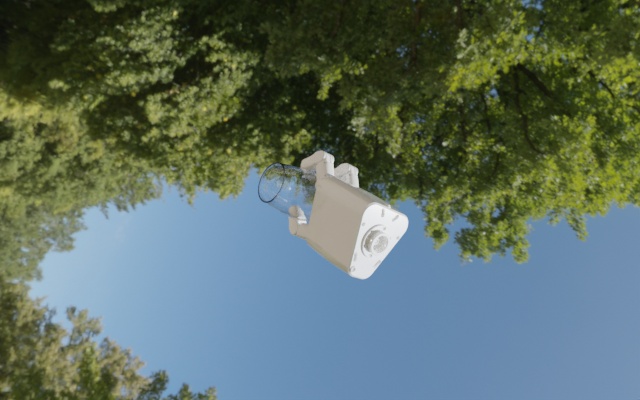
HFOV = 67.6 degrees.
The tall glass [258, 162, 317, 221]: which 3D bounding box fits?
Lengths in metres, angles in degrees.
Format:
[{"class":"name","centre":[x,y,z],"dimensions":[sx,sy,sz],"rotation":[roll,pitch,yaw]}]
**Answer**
[{"class":"tall glass","centre":[0.001,0.003,0.751],"dimensions":[0.201,0.079,0.079],"rotation":[22,-14,-39]}]
